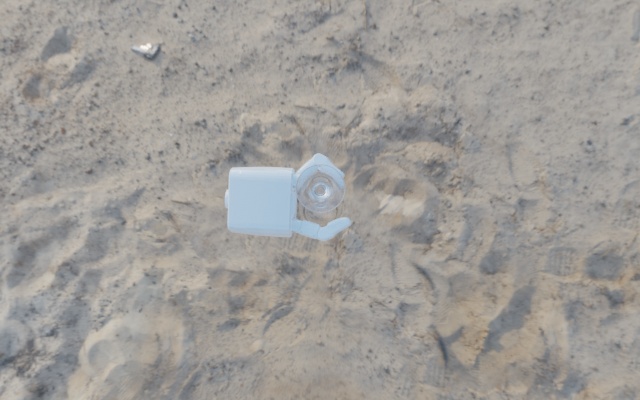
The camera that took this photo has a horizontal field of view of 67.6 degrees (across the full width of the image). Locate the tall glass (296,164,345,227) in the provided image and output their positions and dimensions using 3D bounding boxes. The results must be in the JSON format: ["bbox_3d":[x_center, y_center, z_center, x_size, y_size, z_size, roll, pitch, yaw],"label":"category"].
[{"bbox_3d":[0.000,0.003,0.808,0.079,0.079,0.201,0,-12,1],"label":"tall glass"}]
